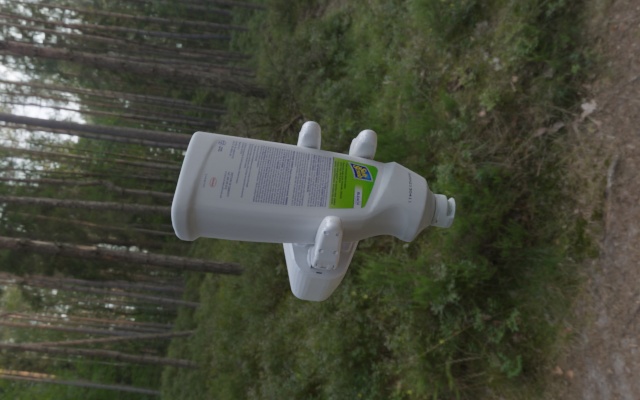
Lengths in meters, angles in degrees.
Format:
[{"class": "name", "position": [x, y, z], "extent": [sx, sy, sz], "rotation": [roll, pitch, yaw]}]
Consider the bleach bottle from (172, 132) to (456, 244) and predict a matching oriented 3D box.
[{"class": "bleach bottle", "position": [0.000, 0.001, 0.447], "extent": [0.251, 0.102, 0.068], "rotation": [8, -29, -3]}]
